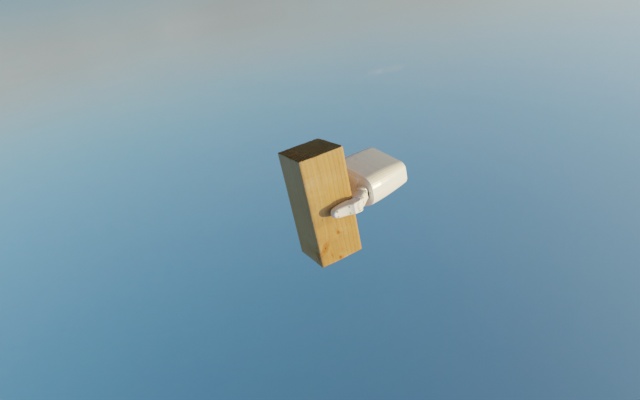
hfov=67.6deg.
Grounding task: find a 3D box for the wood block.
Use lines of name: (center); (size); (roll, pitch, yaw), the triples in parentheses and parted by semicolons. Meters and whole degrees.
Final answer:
wood block: (0.001, 0.003, 0.875); (0.090, 0.206, 0.090); (-23, 25, -23)
